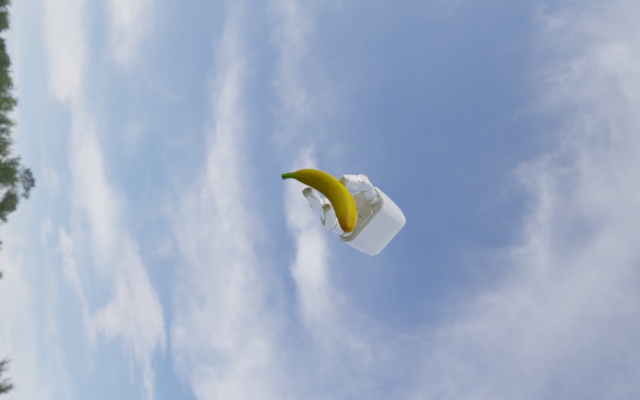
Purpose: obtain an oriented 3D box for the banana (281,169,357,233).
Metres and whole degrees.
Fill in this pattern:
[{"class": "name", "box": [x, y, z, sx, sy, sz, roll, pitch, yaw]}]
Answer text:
[{"class": "banana", "box": [0.013, -0.009, 0.819, 0.069, 0.037, 0.197, -36, 45, -16]}]
